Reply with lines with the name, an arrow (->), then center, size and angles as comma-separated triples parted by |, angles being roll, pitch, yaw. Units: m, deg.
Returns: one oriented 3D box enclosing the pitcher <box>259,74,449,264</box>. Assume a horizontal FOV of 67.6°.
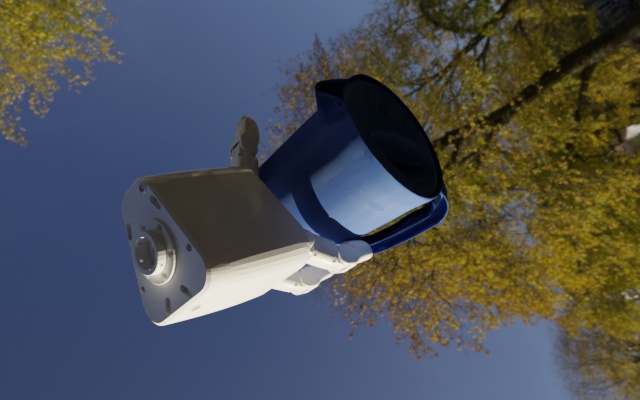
pitcher -> 0.000, 0.002, 0.497 | 0.243, 0.149, 0.145 | -36, -16, 34
